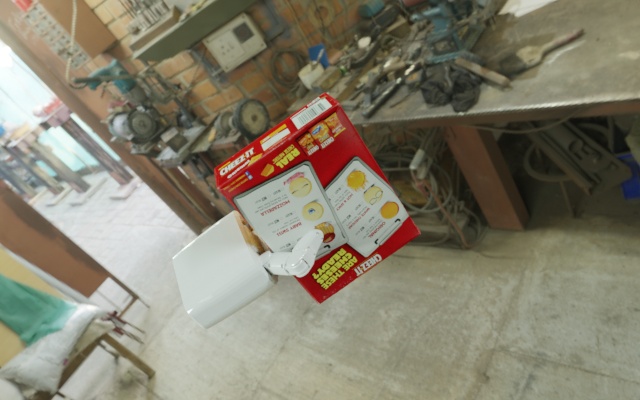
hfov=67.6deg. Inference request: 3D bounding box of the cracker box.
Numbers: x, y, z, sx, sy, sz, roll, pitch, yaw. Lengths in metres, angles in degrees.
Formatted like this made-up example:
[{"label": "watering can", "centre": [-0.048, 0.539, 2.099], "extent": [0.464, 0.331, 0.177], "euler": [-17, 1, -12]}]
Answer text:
[{"label": "cracker box", "centre": [0.000, 0.002, 0.590], "extent": [0.164, 0.214, 0.072], "euler": [-35, 30, 3]}]
